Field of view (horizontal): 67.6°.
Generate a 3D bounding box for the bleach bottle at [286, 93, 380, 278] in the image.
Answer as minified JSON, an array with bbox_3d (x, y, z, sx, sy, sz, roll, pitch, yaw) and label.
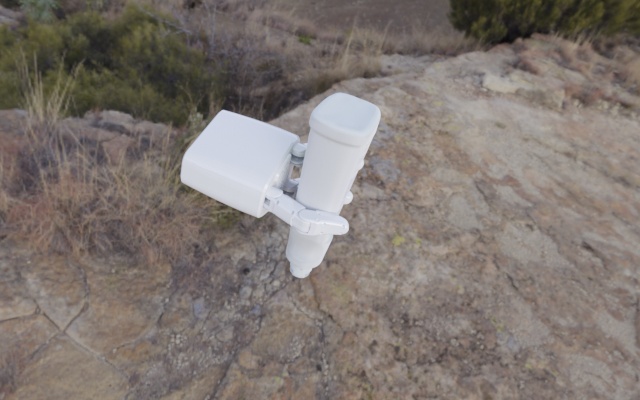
[{"bbox_3d":[0.000,0.002,0.584,0.068,0.251,0.102,23,34,8],"label":"bleach bottle"}]
